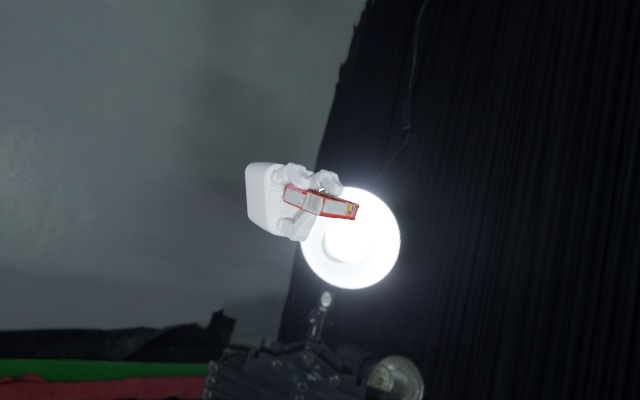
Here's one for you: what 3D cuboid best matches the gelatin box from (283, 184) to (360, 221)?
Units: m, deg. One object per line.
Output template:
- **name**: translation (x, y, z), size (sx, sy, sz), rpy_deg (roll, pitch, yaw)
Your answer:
- **gelatin box**: translation (0.000, 0.003, 0.689), size (0.073, 0.030, 0.089), rpy_deg (11, 7, -42)
